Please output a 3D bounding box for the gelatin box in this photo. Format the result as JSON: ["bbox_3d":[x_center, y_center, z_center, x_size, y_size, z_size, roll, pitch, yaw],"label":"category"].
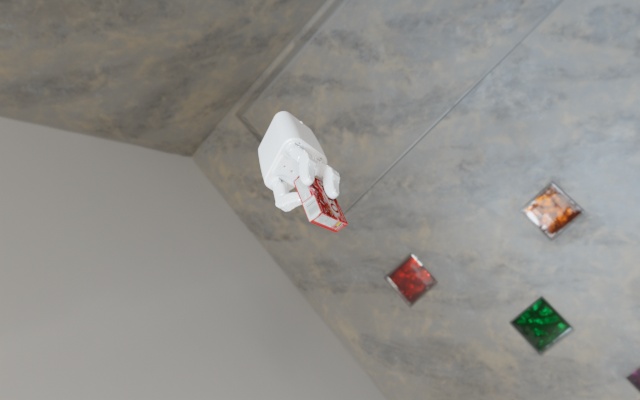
[{"bbox_3d":[0.000,0.003,0.783,0.030,0.089,0.073,-38,-37,21],"label":"gelatin box"}]
